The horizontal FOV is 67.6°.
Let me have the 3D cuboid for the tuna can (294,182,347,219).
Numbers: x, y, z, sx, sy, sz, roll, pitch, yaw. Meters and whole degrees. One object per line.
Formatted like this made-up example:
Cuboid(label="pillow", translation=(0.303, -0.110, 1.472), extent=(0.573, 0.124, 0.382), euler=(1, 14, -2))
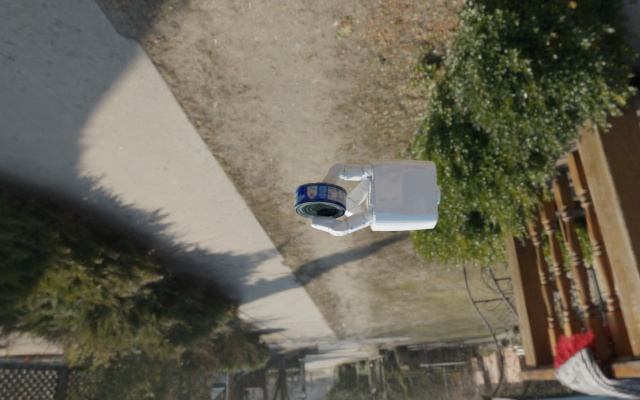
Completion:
Cuboid(label="tuna can", translation=(0.000, 0.003, 0.775), extent=(0.086, 0.033, 0.086), euler=(2, -21, 1))
